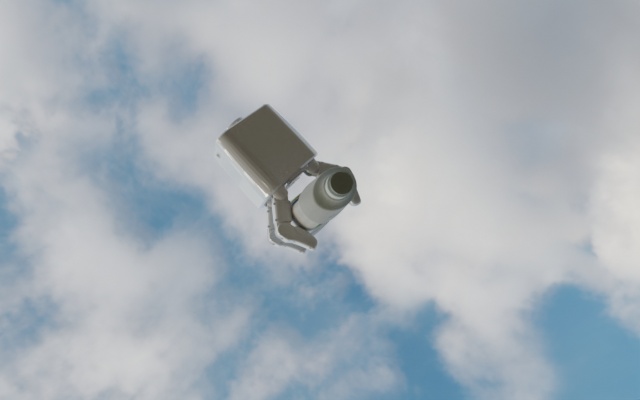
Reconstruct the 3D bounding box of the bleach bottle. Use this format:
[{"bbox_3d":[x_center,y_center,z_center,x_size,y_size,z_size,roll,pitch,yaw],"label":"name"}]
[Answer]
[{"bbox_3d":[0.000,0.002,0.673,0.102,0.068,0.251,-42,0,-19],"label":"bleach bottle"}]
